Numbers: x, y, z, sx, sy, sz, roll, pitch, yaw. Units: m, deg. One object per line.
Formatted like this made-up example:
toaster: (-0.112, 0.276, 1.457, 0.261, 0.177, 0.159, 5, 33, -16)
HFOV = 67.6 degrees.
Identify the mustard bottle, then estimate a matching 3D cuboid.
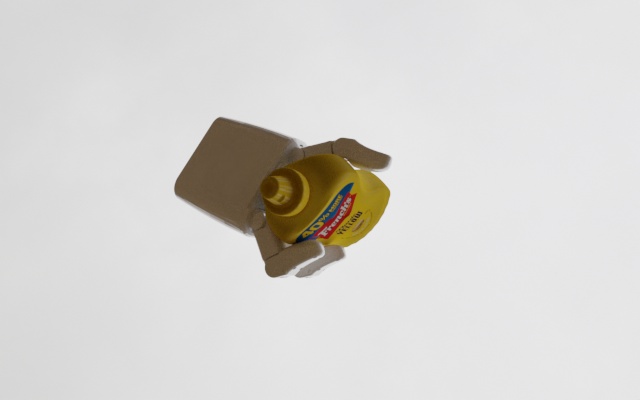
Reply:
mustard bottle: (0.000, 0.002, 0.464, 0.058, 0.096, 0.191, 50, 14, 24)
